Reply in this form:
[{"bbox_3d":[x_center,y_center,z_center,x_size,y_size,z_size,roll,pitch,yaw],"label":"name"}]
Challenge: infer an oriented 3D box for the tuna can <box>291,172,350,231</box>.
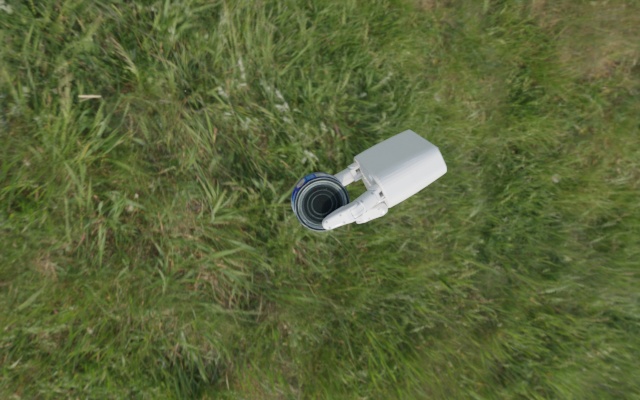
[{"bbox_3d":[0.000,0.003,0.716,0.086,0.086,0.033,0,15,-11],"label":"tuna can"}]
